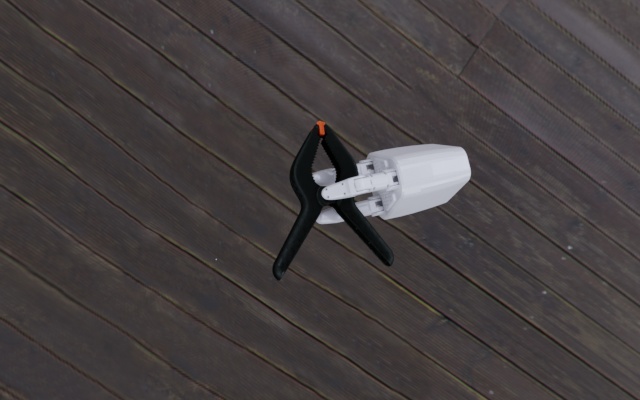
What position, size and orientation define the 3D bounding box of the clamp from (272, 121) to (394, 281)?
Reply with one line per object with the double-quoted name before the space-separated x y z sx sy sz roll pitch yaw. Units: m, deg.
"clamp" 0.000 0.001 0.631 0.164 0.210 0.036 -12 -4 -17
